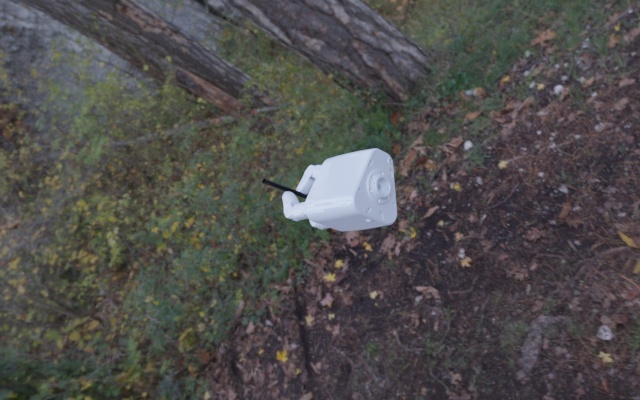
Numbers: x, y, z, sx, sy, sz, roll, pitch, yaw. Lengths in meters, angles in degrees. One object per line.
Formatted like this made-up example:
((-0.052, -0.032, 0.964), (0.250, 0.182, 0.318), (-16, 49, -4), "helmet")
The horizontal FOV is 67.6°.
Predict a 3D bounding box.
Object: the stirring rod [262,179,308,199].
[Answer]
((0.000, 0.003, 0.840), (0.239, 0.011, 0.011), (21, -12, -36), "stirring rod")
